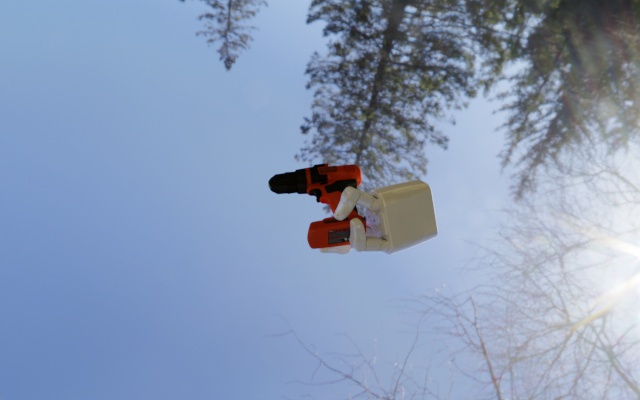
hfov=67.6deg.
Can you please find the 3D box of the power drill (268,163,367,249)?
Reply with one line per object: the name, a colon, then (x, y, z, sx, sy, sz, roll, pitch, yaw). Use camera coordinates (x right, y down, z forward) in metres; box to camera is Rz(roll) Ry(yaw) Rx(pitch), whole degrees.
power drill: (0.000, 0.003, 0.890, 0.184, 0.057, 0.187, -8, 44, -5)
